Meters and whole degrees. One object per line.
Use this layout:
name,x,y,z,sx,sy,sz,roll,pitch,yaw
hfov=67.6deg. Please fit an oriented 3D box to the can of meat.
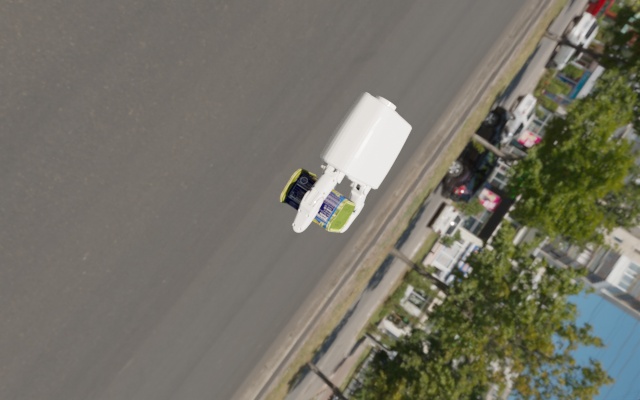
can of meat,0.000,0.003,0.698,0.084,0.057,0.102,33,4,14
